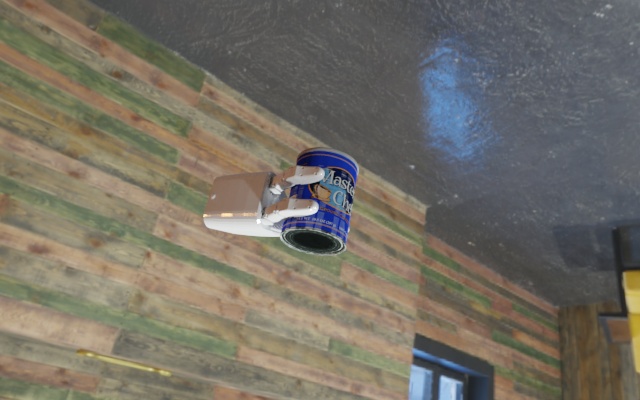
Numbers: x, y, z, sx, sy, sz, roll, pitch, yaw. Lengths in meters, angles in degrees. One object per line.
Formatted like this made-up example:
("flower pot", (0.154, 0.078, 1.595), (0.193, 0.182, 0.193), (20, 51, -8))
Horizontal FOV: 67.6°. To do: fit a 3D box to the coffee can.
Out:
("coffee can", (0.000, 0.002, 0.750), (0.103, 0.140, 0.103), (9, -26, 4))
